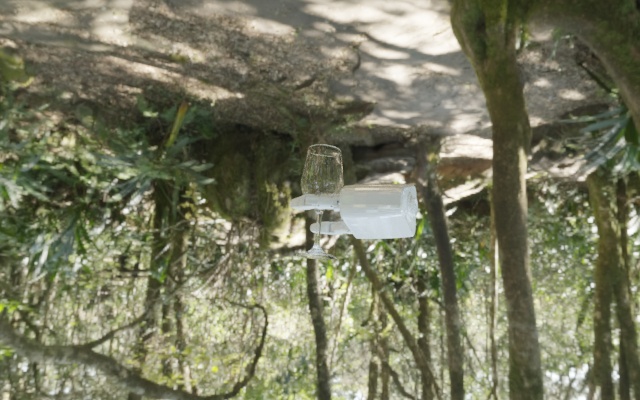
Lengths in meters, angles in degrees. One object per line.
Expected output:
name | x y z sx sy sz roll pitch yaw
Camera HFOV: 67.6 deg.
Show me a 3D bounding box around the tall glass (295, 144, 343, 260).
tall glass | 0.000 0.003 0.867 0.079 0.201 0.079 4 -12 1
